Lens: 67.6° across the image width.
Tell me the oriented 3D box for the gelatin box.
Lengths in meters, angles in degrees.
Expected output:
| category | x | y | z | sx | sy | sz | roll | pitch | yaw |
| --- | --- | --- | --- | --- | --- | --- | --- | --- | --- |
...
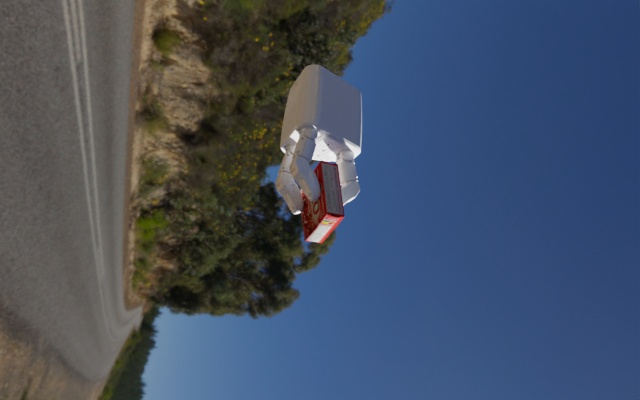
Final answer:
| category | x | y | z | sx | sy | sz | roll | pitch | yaw |
| --- | --- | --- | --- | --- | --- | --- | --- | --- | --- |
| gelatin box | 0.001 | 0.003 | 0.653 | 0.030 | 0.089 | 0.073 | 10 | -37 | -23 |
